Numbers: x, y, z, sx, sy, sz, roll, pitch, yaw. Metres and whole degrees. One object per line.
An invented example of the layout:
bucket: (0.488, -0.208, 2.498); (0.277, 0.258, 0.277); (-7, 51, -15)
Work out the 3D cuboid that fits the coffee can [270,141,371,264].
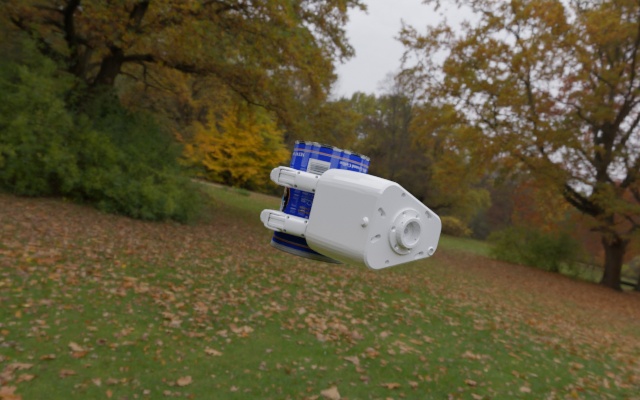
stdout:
coffee can: (0.000, 0.002, 0.629); (0.103, 0.140, 0.103); (14, 1, 0)
